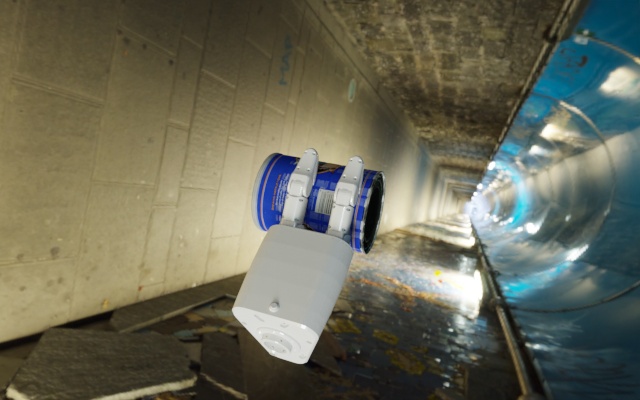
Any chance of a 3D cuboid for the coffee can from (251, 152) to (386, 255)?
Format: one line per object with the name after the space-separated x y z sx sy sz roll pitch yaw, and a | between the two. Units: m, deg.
0.000 0.002 0.593 0.140 0.103 0.103 11 3 17 | coffee can
